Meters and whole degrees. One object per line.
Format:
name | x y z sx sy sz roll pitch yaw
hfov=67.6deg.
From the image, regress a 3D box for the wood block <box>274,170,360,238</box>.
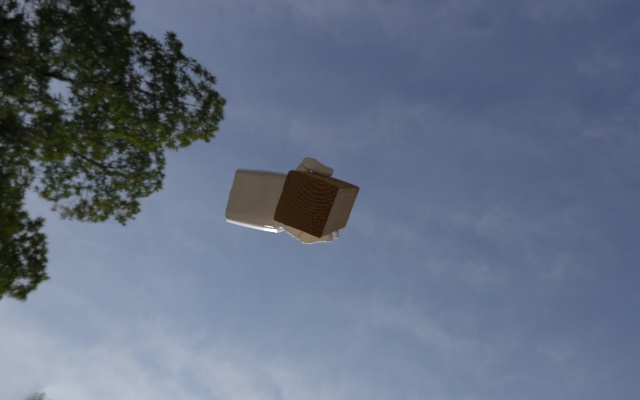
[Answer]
wood block | 0.000 0.002 0.869 0.090 0.091 0.206 21 7 12
